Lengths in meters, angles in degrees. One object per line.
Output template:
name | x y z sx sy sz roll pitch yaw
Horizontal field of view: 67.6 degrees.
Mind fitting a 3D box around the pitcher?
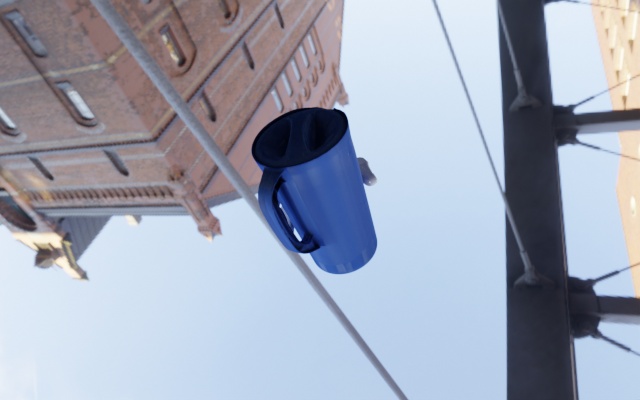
pitcher | 0.000 0.002 0.686 0.149 0.243 0.145 -24 39 -2
